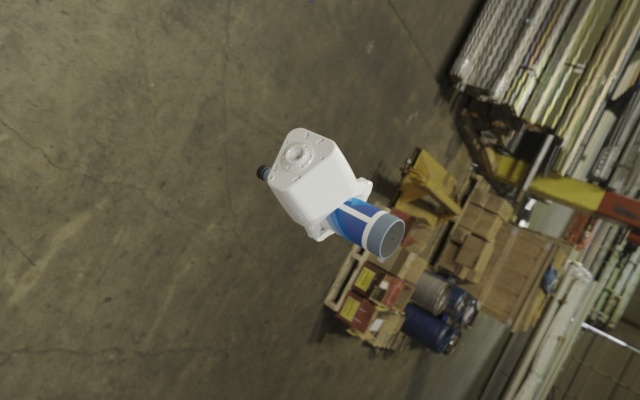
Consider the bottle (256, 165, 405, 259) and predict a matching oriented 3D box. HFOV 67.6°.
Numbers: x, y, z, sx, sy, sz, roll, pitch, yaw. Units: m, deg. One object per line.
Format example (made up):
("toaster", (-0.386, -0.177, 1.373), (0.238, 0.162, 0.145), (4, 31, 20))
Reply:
("bottle", (0.000, 0.003, 0.804), (0.295, 0.069, 0.069), (27, 16, 33))
